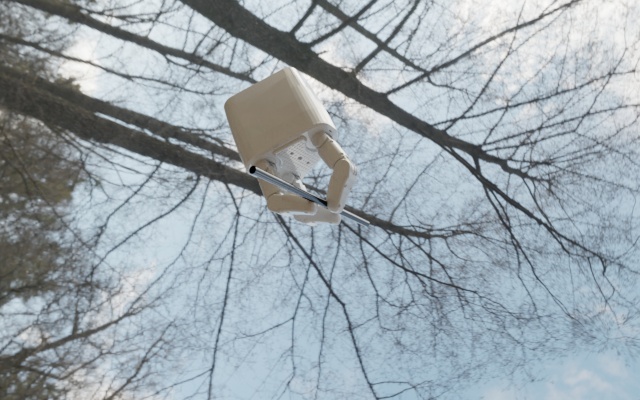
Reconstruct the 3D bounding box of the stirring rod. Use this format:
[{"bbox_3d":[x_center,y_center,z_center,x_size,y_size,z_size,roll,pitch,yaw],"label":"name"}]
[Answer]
[{"bbox_3d":[0.000,0.002,0.523,0.011,0.011,0.239,0,-14,31],"label":"stirring rod"}]
